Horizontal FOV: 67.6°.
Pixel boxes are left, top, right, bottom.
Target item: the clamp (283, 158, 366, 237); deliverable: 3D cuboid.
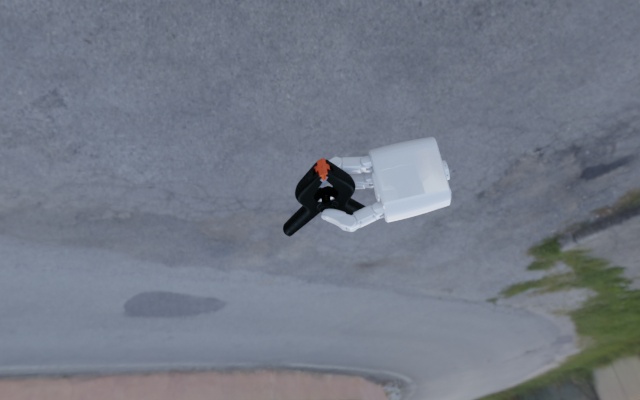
[{"bbox_3d":[0.000,0.003,0.775,0.164,0.036,0.210,-13,-28,5],"label":"clamp"}]
